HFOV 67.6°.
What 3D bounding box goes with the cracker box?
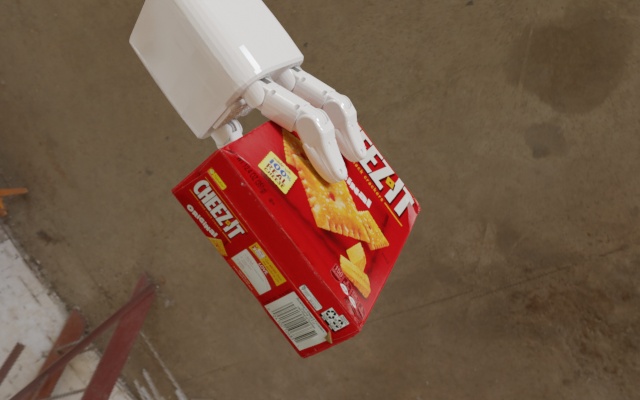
[{"bbox_3d":[0.000,0.002,0.425,0.072,0.164,0.213,-33,7,33],"label":"cracker box"}]
